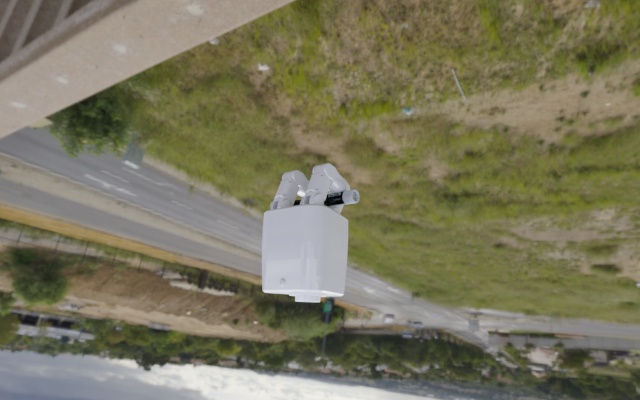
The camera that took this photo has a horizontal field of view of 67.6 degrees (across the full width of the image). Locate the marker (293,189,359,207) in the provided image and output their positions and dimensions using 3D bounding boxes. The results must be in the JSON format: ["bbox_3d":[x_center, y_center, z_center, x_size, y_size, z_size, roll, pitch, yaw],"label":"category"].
[{"bbox_3d":[0.000,0.002,0.668,0.121,0.020,0.020,-10,-6,39],"label":"marker"}]
